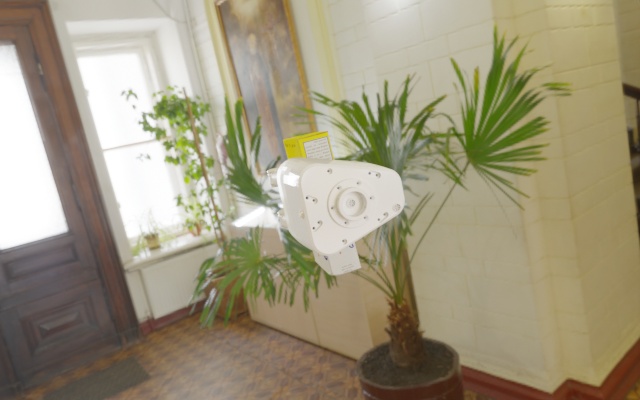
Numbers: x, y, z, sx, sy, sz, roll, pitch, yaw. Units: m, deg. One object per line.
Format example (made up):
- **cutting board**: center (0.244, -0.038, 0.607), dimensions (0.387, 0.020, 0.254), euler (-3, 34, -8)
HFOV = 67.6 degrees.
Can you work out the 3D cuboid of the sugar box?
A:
- **sugar box**: center (0.000, 0.002, 0.613), dimensions (0.048, 0.176, 0.093), euler (-14, 9, -13)
